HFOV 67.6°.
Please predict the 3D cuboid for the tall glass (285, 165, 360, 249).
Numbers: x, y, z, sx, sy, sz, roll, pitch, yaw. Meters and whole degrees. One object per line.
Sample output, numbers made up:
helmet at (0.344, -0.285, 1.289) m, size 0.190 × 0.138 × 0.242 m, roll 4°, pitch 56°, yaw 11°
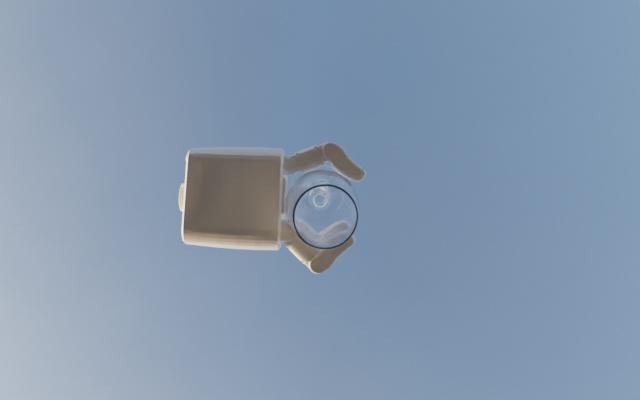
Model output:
tall glass at (0.000, 0.002, 0.540) m, size 0.079 × 0.079 × 0.201 m, roll 0°, pitch 8°, yaw -3°
